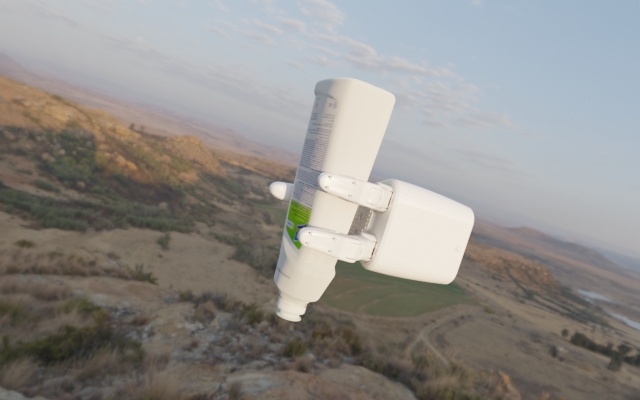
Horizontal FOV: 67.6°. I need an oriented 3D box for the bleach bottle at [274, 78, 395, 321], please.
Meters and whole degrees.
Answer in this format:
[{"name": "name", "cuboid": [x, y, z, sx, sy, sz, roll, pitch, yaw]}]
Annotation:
[{"name": "bleach bottle", "cuboid": [0.000, 0.002, 0.506, 0.068, 0.251, 0.102, 16, 5, -23]}]
